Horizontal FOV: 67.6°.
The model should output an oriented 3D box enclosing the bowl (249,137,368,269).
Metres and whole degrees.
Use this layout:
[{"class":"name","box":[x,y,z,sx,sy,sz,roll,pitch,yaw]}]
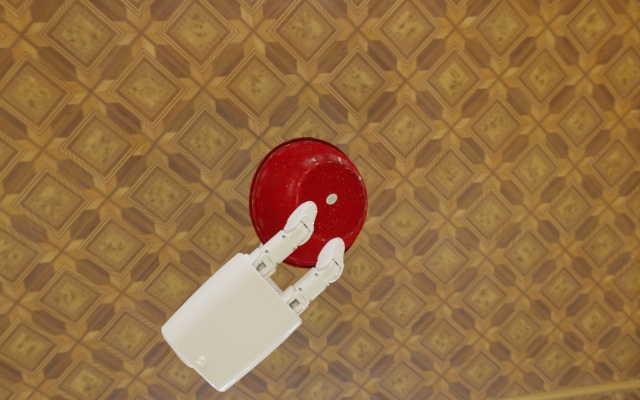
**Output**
[{"class":"bowl","box":[0.001,0.001,0.564,0.162,0.162,0.055,0,-2,-30]}]
